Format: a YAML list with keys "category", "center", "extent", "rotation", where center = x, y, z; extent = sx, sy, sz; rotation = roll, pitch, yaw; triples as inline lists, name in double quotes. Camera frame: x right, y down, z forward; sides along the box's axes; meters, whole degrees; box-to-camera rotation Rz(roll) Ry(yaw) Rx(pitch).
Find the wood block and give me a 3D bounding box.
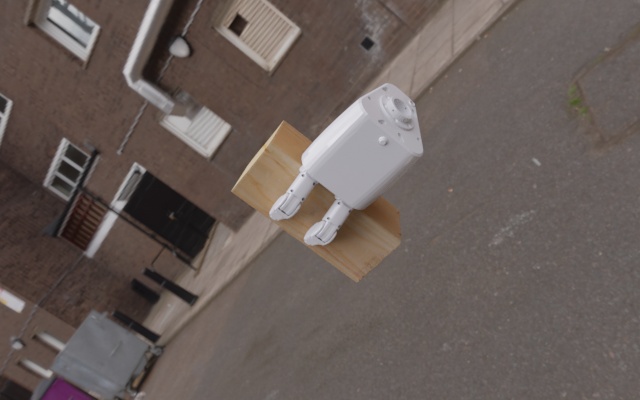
- category: "wood block"
  center: [0.000, 0.002, 0.635]
  extent: [0.206, 0.090, 0.090]
  rotation: [37, 26, -12]
